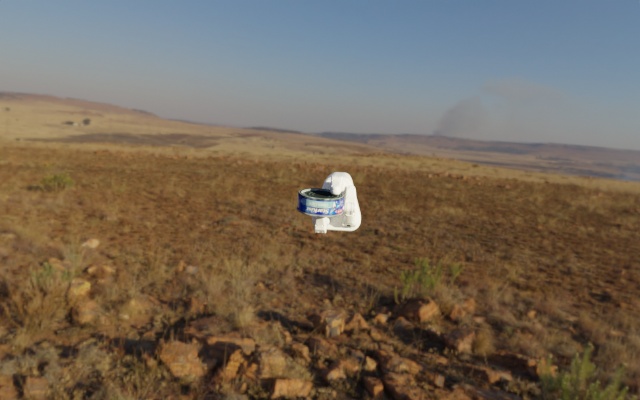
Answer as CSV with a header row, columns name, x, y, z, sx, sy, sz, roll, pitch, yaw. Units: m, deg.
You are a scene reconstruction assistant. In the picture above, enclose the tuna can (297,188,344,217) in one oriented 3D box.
name,x,y,z,sx,sy,sz,roll,pitch,yaw
tuna can,0.000,0.002,0.877,0.086,0.034,0.086,5,14,-1
